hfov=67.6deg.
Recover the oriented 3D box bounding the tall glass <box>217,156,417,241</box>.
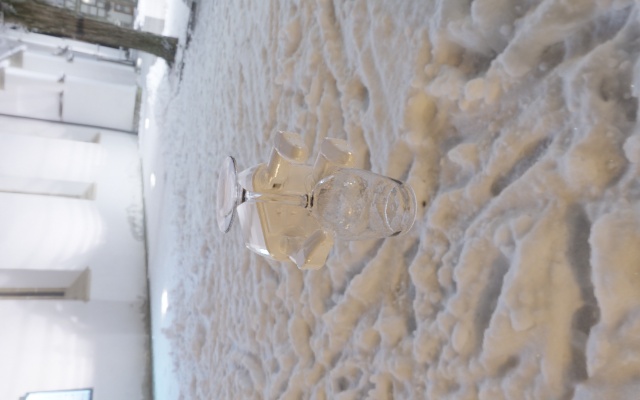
[{"bbox_3d":[0.000,0.002,0.495,0.201,0.079,0.079,5,-2,-25],"label":"tall glass"}]
